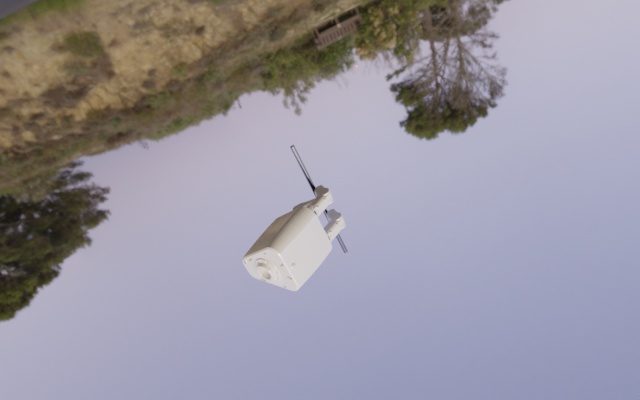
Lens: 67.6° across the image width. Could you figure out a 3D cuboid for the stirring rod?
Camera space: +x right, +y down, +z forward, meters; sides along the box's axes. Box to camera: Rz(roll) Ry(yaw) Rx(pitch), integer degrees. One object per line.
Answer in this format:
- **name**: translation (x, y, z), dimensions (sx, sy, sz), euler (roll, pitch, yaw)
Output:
- **stirring rod**: translation (0.000, 0.003, 0.883), dimensions (0.011, 0.240, 0.011), euler (-22, 25, 11)
